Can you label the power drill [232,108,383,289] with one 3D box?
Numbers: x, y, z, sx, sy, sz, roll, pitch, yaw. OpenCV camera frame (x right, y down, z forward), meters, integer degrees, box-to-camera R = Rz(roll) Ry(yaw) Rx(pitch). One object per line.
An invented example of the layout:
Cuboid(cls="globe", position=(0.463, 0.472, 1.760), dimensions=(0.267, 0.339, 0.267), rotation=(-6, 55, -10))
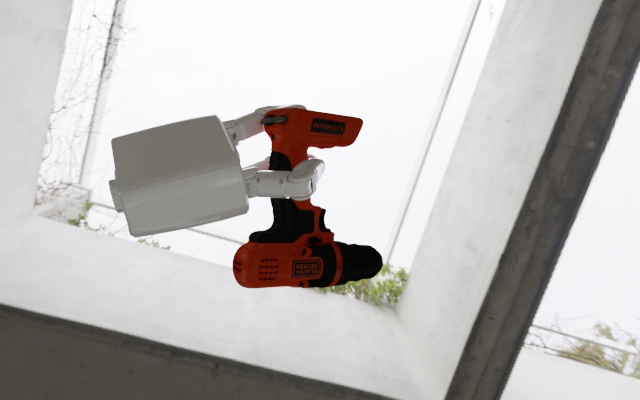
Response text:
Cuboid(cls="power drill", position=(0.000, 0.001, 0.513), dimensions=(0.184, 0.187, 0.057), rotation=(3, 2, -36))
